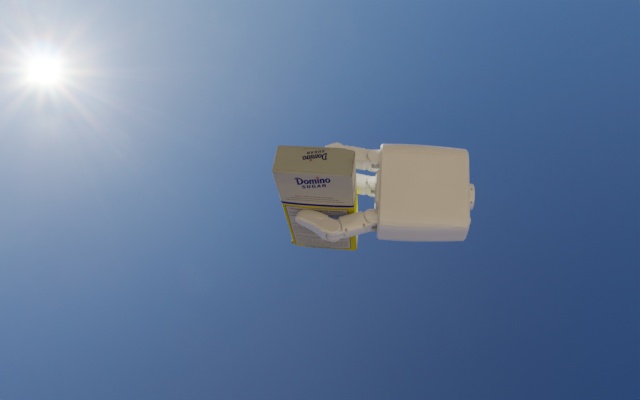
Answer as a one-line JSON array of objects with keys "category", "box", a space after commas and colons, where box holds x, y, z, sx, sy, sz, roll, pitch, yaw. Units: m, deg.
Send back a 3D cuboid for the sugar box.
[{"category": "sugar box", "box": [0.000, 0.002, 0.606, 0.093, 0.048, 0.176, 4, -35, 8]}]
